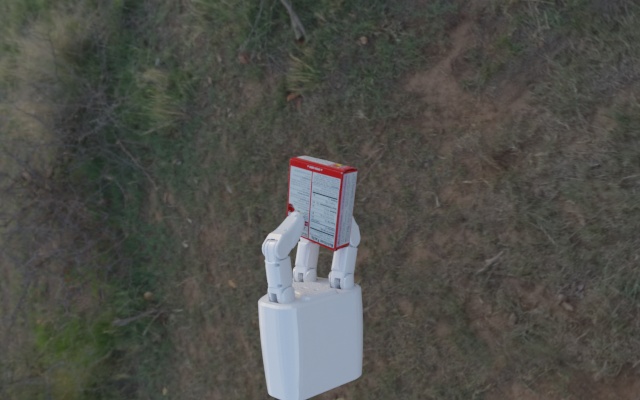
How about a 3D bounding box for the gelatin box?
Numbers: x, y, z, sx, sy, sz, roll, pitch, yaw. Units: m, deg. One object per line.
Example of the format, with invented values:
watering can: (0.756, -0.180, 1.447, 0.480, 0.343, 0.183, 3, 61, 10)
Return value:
gelatin box: (0.000, 0.001, 0.518, 0.073, 0.089, 0.030, 18, 22, 37)
